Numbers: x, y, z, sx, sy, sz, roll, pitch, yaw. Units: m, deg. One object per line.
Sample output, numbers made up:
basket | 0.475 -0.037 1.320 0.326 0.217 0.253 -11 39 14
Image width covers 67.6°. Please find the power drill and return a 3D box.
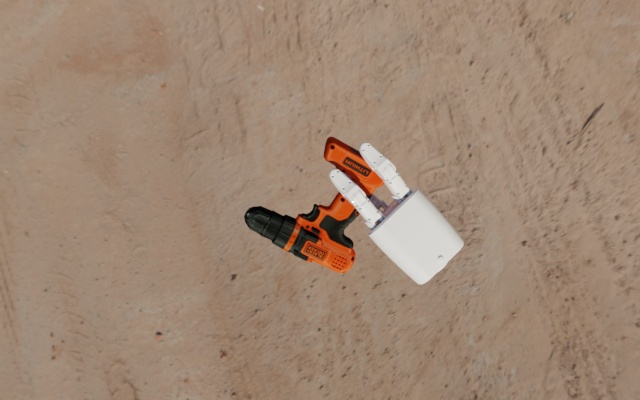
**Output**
power drill | 0.001 0.002 0.720 0.184 0.188 0.057 26 17 -12
